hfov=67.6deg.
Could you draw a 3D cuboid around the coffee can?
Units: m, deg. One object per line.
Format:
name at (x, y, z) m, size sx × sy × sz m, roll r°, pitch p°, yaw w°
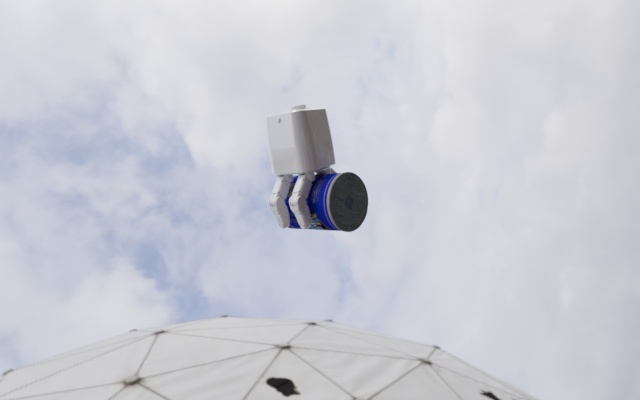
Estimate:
coffee can at (0.000, 0.003, 0.859) m, size 0.140 × 0.103 × 0.103 m, roll 0°, pitch 0°, yaw 44°
